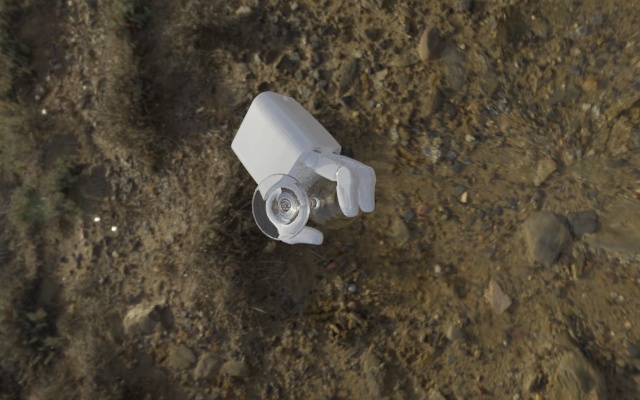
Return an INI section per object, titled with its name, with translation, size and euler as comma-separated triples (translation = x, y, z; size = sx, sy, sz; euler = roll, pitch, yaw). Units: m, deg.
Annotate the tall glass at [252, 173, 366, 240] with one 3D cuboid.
[tall glass]
translation = 0.000, 0.002, 0.616
size = 0.079, 0.079, 0.201
euler = 0, 3, 27
